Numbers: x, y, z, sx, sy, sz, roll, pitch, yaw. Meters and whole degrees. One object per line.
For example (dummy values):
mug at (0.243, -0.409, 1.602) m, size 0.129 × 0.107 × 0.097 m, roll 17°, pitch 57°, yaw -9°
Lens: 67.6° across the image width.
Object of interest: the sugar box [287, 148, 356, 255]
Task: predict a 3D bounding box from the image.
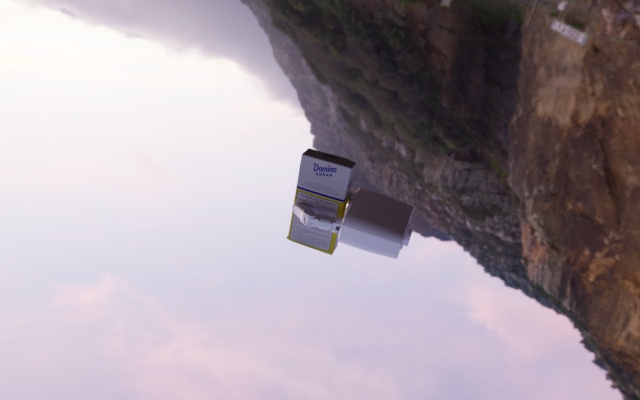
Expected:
sugar box at (0.000, 0.003, 0.857) m, size 0.093 × 0.176 × 0.048 m, roll 18°, pitch 25°, yaw 11°
